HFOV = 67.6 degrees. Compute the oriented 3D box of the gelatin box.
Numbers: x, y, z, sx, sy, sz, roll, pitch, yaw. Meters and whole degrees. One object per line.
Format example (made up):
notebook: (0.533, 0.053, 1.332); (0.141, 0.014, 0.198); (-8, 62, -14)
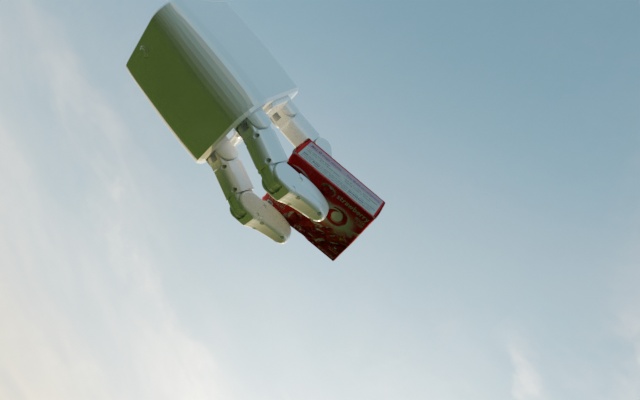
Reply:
gelatin box: (0.001, 0.001, 0.420); (0.073, 0.089, 0.030); (-51, -2, 43)
